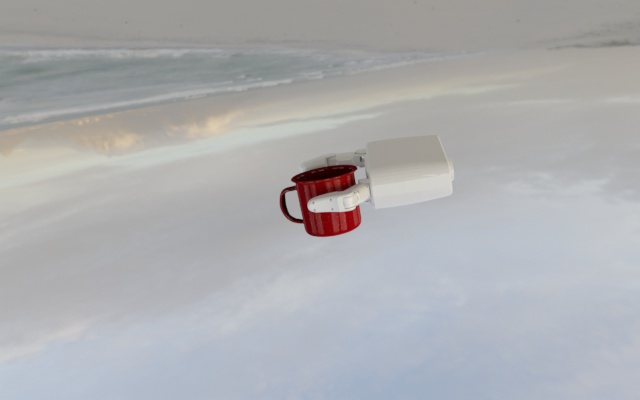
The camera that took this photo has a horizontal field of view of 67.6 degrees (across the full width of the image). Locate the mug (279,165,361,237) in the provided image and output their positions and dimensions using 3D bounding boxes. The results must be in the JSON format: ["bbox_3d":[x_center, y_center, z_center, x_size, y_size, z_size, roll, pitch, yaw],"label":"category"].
[{"bbox_3d":[-0.001,0.003,0.667,0.117,0.081,0.093,-8,14,9],"label":"mug"}]
